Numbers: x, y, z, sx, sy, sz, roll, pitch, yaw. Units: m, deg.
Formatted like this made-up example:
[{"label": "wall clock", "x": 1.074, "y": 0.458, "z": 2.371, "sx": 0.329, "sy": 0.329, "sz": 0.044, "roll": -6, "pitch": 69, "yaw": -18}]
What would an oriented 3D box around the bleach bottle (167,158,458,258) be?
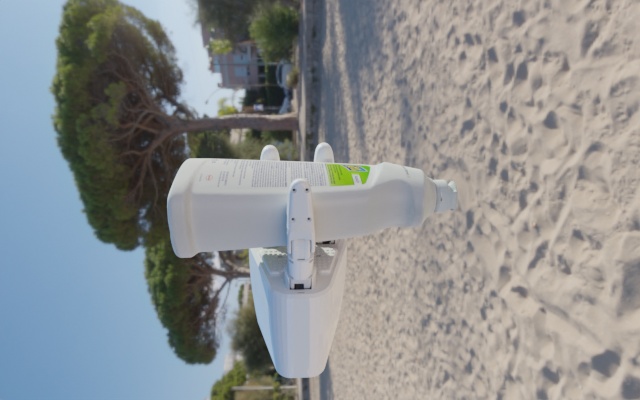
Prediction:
[{"label": "bleach bottle", "x": 0.000, "y": 0.001, "z": 0.434, "sx": 0.251, "sy": 0.068, "sz": 0.102, "roll": -1, "pitch": 29, "yaw": -4}]
